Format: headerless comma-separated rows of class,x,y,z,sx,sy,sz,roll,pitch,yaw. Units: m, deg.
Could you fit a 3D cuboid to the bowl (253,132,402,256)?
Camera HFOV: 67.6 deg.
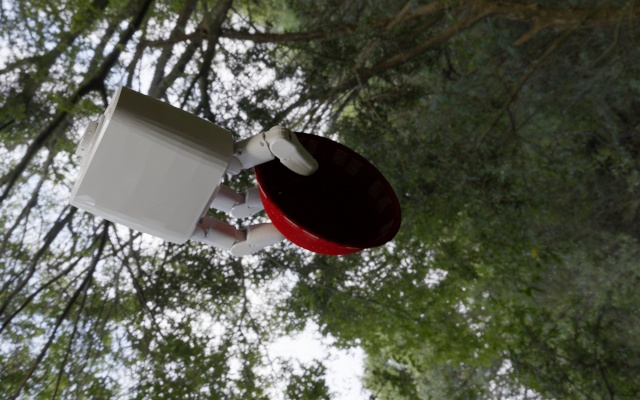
bowl,0.001,0.002,0.490,0.162,0.162,0.055,0,-43,-34
